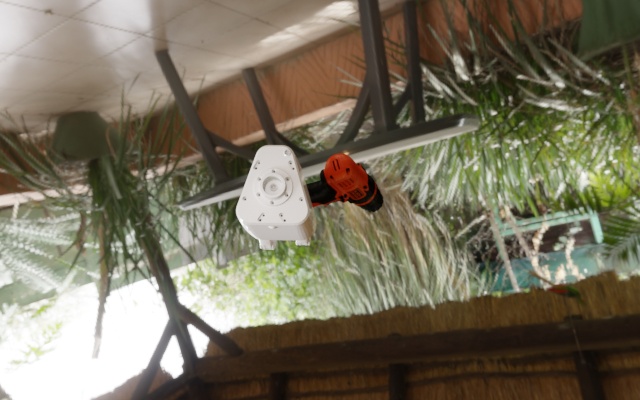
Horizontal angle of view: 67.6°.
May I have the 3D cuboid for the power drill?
[{"bbox_3d":[0.000,0.003,0.781,0.188,0.057,0.184,-25,-29,15],"label":"power drill"}]
